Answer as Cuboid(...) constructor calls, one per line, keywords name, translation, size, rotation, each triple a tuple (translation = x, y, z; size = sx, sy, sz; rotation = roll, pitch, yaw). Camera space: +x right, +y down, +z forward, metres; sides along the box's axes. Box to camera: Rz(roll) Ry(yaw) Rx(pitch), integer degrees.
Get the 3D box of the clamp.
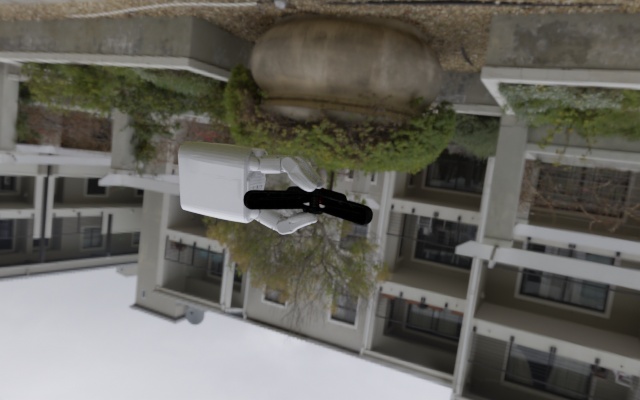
Cuboid(name="clamp", translation=(0.000, 0.003, 0.684), size=(0.164, 0.036, 0.210), rotation=(10, 6, 11))
